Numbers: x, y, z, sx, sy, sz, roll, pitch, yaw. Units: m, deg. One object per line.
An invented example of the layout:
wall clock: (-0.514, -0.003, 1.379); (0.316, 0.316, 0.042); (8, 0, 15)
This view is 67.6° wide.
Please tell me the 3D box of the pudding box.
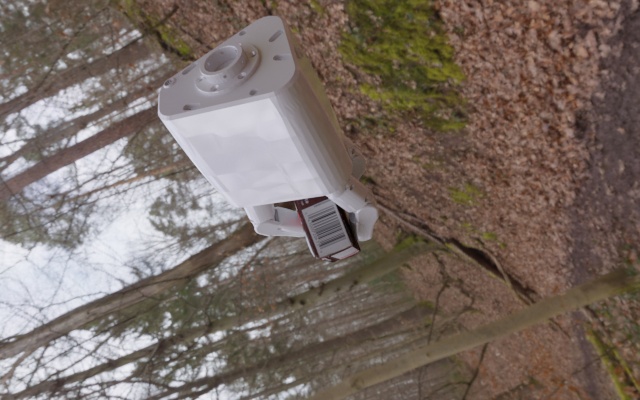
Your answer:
pudding box: (0.000, 0.002, 0.462); (0.039, 0.113, 0.090); (-21, -12, 7)
